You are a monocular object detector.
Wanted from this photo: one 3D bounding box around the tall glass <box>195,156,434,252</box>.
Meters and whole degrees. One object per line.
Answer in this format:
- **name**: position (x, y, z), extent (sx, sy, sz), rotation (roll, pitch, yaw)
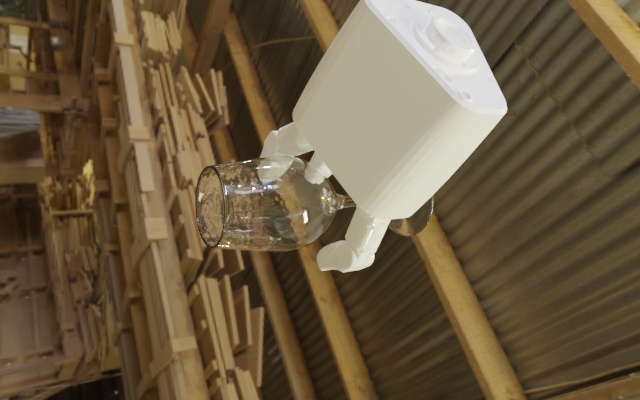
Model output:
- **tall glass**: position (0.001, 0.001, 0.409), extent (0.201, 0.079, 0.079), rotation (-3, 1, -33)
